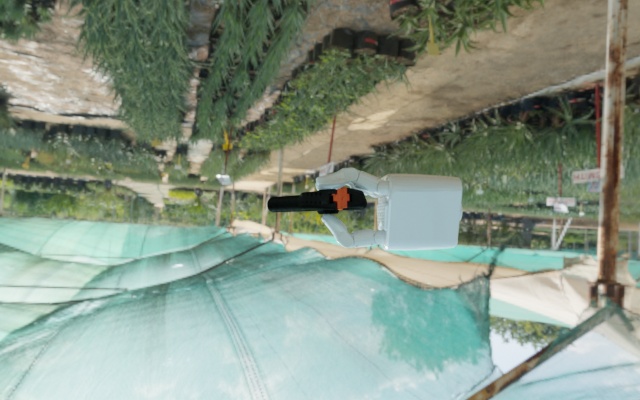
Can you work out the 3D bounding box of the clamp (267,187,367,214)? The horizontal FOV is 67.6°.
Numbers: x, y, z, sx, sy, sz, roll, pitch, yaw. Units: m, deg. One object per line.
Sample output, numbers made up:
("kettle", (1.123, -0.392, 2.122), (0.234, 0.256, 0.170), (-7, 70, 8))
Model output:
("clamp", (0.000, 0.003, 0.699), (0.164, 0.036, 0.210), (-2, -2, -3))
